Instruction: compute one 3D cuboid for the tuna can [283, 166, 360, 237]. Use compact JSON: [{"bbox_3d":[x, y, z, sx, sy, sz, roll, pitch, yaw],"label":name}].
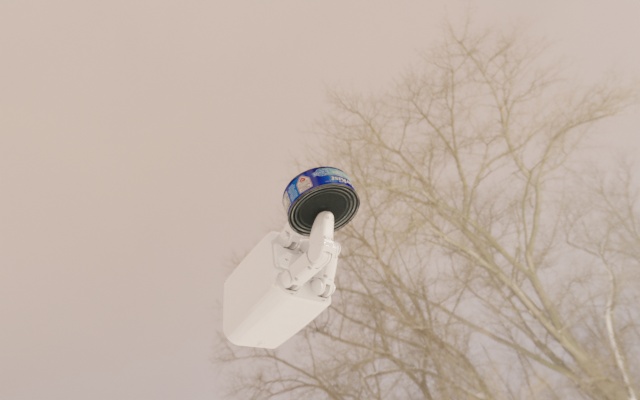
[{"bbox_3d":[0.000,0.001,0.553,0.086,0.033,0.086,-12,-41,-11],"label":"tuna can"}]
